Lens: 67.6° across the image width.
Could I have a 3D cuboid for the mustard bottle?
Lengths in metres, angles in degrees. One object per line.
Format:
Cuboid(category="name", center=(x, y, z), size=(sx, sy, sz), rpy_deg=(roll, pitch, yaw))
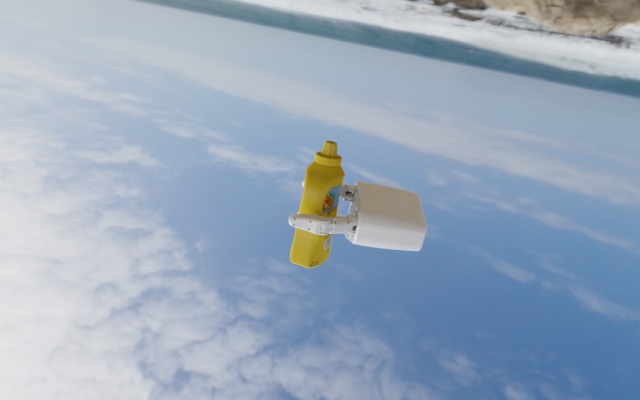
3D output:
Cuboid(category="mustard bottle", center=(0.000, 0.003, 0.740), size=(0.058, 0.192, 0.096), rpy_deg=(17, 19, 18))
